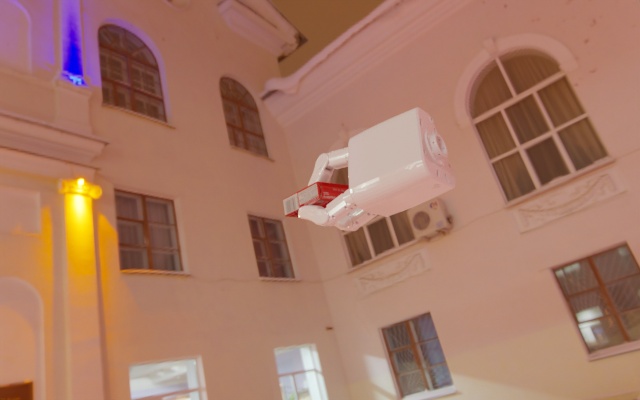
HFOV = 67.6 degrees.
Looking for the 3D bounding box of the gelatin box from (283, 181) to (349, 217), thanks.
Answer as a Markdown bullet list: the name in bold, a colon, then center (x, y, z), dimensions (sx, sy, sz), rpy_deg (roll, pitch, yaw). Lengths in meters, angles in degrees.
- **gelatin box**: center (0.000, 0.002, 0.699), dimensions (0.073, 0.030, 0.089), rpy_deg (7, -21, -39)
